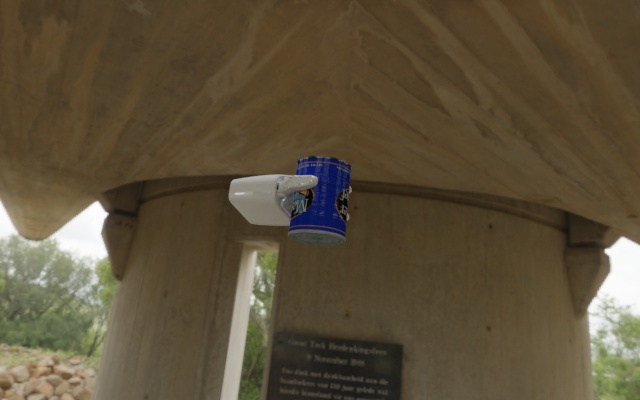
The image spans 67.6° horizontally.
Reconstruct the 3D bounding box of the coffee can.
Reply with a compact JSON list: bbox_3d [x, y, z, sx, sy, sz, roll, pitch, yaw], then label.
[{"bbox_3d":[0.000,0.003,0.863,0.103,0.140,0.103,6,-16,2],"label":"coffee can"}]
